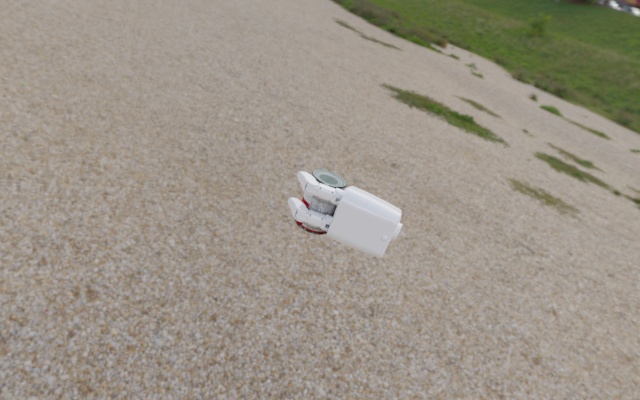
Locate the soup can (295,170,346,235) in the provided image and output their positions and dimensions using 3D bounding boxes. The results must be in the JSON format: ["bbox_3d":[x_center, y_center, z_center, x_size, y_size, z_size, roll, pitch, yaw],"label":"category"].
[{"bbox_3d":[0.000,0.002,0.880,0.068,0.102,0.068,17,24,-8],"label":"soup can"}]
